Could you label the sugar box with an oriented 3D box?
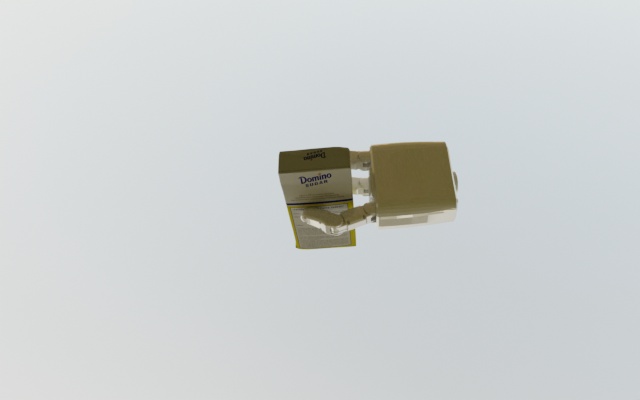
[{"bbox_3d":[0.000,0.002,0.663,0.093,0.048,0.176,-4,-41,3],"label":"sugar box"}]
